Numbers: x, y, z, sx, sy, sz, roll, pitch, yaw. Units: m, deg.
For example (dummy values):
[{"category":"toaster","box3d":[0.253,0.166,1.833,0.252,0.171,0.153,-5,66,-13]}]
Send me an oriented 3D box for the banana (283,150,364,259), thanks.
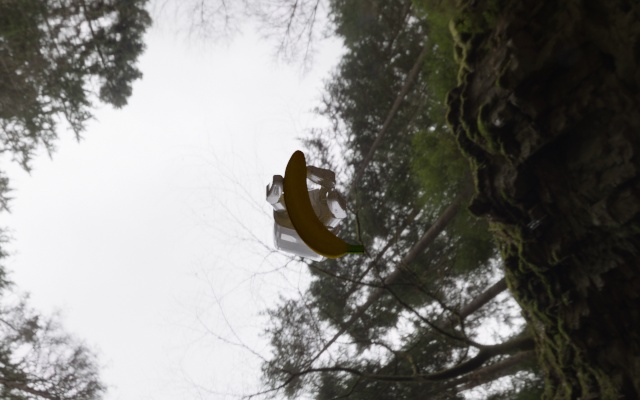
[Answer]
[{"category":"banana","box3d":[-0.015,0.012,0.688,0.069,0.197,0.037,-23,-27,-16]}]
